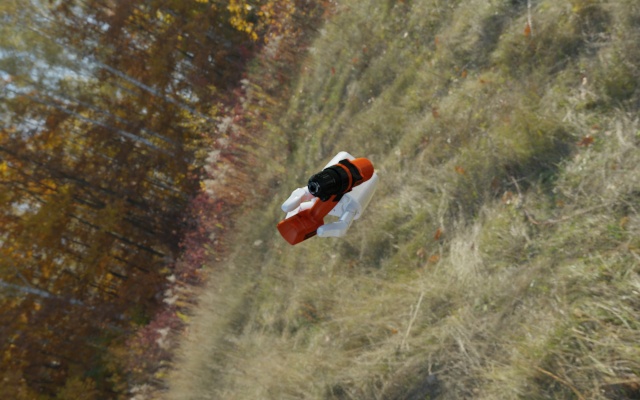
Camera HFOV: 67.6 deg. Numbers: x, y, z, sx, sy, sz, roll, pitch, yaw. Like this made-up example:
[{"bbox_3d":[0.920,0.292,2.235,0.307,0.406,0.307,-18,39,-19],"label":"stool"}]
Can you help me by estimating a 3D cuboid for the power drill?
[{"bbox_3d":[0.000,0.003,0.868,0.188,0.057,0.184,-47,-16,34],"label":"power drill"}]
